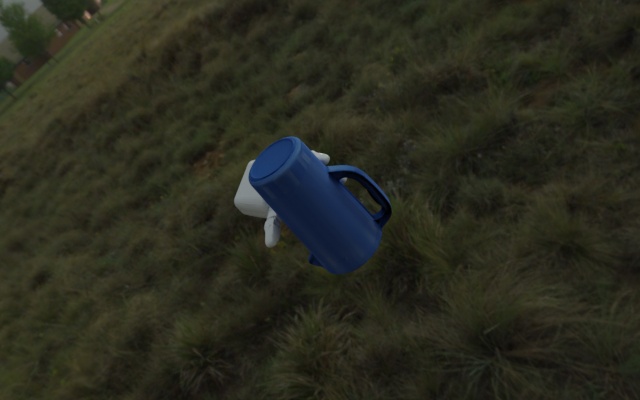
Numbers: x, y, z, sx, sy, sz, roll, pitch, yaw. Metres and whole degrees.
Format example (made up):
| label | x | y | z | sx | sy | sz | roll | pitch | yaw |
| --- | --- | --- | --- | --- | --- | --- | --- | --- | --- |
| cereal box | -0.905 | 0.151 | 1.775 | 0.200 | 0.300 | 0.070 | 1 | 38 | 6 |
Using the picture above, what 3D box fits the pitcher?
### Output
| label | x | y | z | sx | sy | sz | roll | pitch | yaw |
| --- | --- | --- | --- | --- | --- | --- | --- | --- | --- |
| pitcher | 0.000 | 0.003 | 0.819 | 0.145 | 0.149 | 0.243 | 4 | -36 | 49 |
